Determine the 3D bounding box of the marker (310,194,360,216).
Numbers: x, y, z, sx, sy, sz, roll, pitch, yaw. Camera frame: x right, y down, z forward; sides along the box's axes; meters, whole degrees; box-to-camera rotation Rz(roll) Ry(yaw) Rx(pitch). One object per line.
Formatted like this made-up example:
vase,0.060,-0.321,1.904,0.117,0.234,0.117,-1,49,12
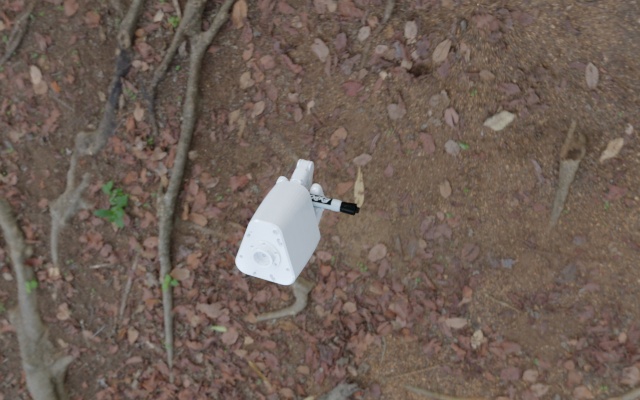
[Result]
marker,0.000,0.002,0.724,0.121,0.020,0.020,13,3,14
